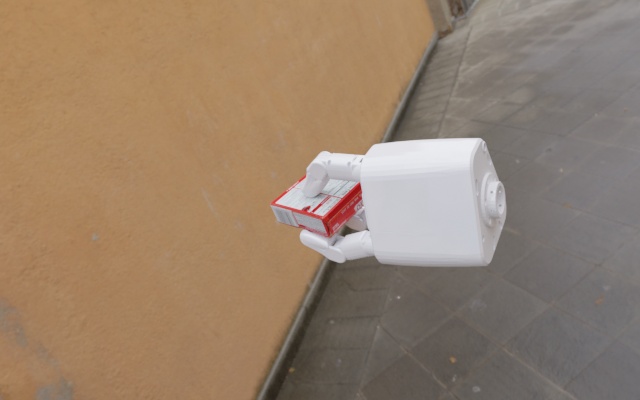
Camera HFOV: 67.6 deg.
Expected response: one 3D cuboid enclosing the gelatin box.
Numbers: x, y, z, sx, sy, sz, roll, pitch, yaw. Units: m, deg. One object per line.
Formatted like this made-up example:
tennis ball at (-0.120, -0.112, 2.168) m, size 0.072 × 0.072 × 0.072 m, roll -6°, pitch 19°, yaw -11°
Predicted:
gelatin box at (0.000, 0.001, 0.535) m, size 0.089 × 0.030 × 0.073 m, roll 14°, pitch 45°, yaw 43°
